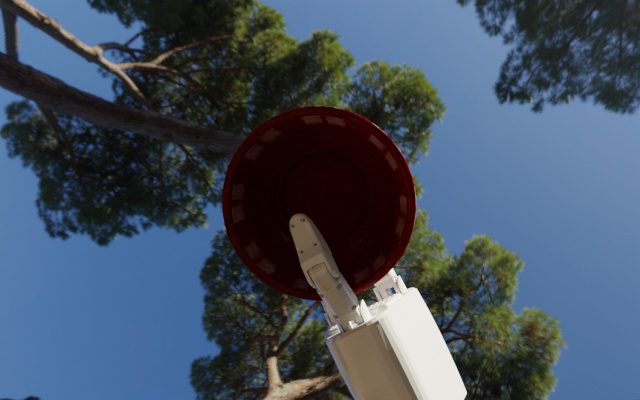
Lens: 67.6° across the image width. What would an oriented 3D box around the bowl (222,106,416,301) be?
[{"bbox_3d":[0.000,0.000,0.416,0.162,0.162,0.055,0,8,8],"label":"bowl"}]
